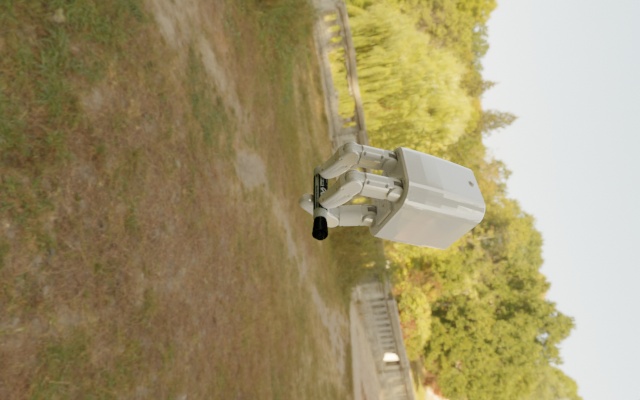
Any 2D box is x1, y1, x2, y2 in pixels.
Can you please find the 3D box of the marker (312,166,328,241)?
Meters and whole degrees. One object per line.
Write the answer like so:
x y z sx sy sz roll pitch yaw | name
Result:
0.000 0.002 0.584 0.020 0.020 0.121 0 42 0 | marker
